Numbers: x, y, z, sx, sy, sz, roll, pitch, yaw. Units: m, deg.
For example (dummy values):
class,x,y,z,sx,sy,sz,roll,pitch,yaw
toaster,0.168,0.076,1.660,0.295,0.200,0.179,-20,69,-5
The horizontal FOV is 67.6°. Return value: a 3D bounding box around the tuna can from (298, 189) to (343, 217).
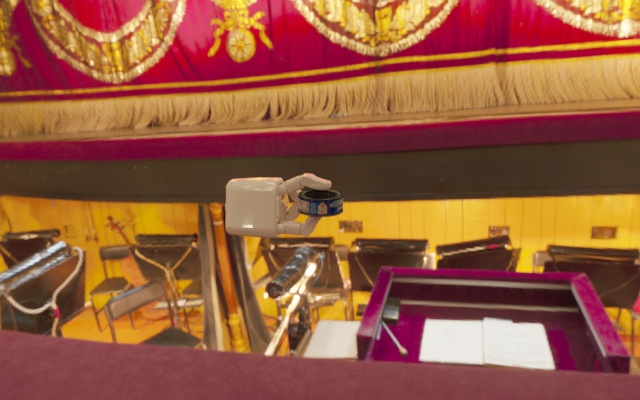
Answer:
class,x,y,z,sx,sy,sz,roll,pitch,yaw
tuna can,0.000,0.002,0.889,0.086,0.034,0.086,0,16,0
